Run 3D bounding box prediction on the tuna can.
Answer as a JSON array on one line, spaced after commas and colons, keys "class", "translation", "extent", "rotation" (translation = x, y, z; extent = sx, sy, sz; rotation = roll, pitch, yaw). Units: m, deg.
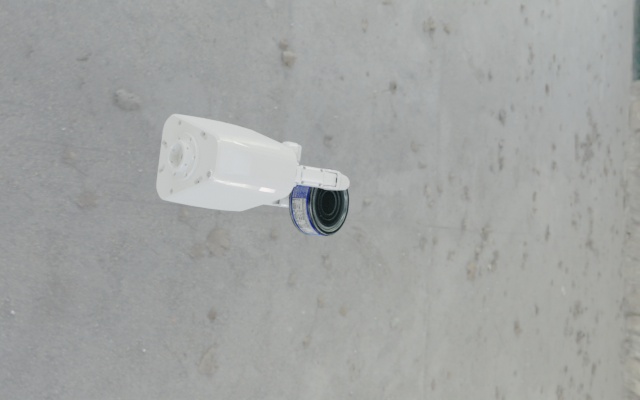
[{"class": "tuna can", "translation": [0.001, 0.002, 0.605], "extent": [0.034, 0.086, 0.086], "rotation": [2, 1, 38]}]
